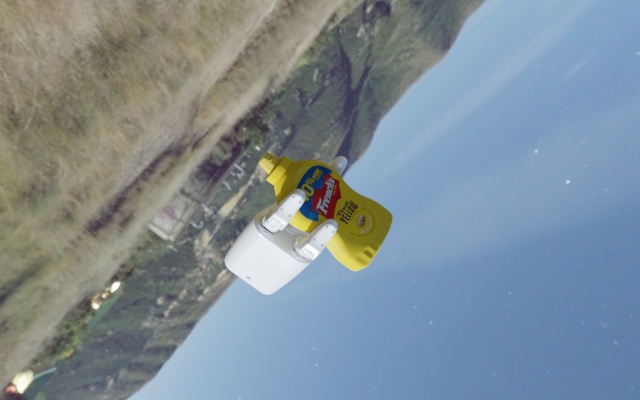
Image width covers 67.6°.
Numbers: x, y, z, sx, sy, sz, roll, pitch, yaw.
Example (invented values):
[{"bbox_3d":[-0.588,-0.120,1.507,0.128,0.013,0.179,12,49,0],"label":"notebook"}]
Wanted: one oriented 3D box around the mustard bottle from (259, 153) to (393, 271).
[{"bbox_3d":[0.000,0.002,0.633,0.191,0.096,0.058,37,-28,-8],"label":"mustard bottle"}]
